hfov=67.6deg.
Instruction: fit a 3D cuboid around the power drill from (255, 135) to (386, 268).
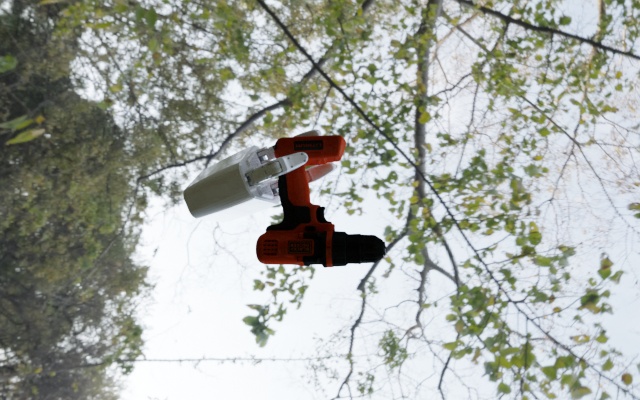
[{"bbox_3d":[0.000,0.002,0.686,0.184,0.187,0.057,-1,-12,4],"label":"power drill"}]
